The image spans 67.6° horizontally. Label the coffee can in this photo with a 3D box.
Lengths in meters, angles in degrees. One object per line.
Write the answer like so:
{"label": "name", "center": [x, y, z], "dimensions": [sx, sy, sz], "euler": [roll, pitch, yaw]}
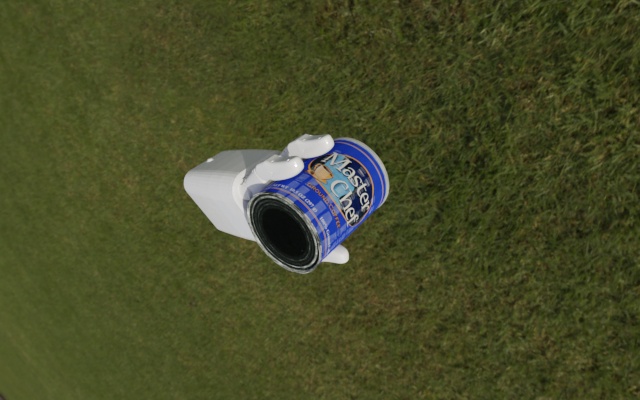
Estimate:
{"label": "coffee can", "center": [0.000, 0.002, 0.551], "dimensions": [0.103, 0.103, 0.140], "euler": [0, 29, 43]}
